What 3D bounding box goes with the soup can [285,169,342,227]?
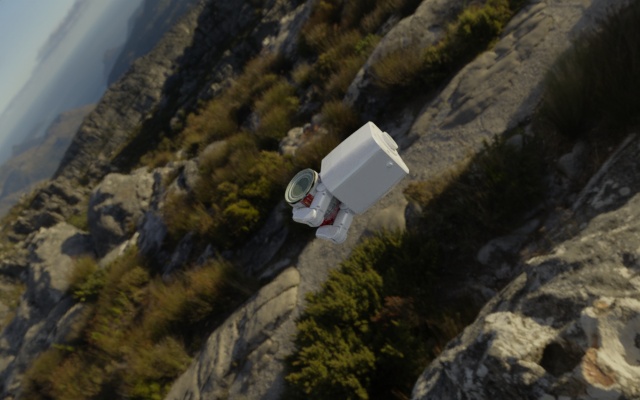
[{"bbox_3d":[0.000,0.003,0.786,0.102,0.068,0.068,38,-23,-32],"label":"soup can"}]
